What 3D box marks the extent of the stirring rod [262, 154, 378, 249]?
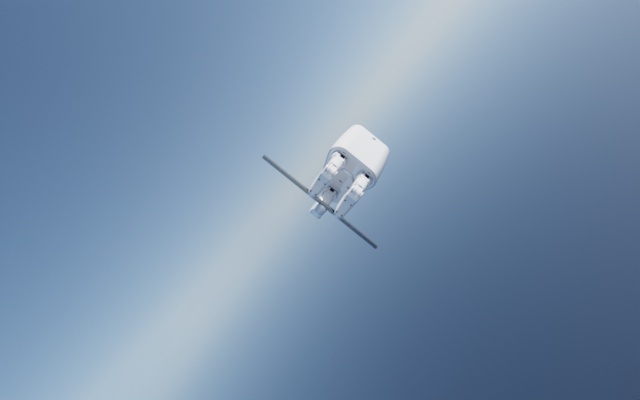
[{"bbox_3d":[0.000,0.003,0.787,0.239,0.011,0.011,39,-3,-3],"label":"stirring rod"}]
